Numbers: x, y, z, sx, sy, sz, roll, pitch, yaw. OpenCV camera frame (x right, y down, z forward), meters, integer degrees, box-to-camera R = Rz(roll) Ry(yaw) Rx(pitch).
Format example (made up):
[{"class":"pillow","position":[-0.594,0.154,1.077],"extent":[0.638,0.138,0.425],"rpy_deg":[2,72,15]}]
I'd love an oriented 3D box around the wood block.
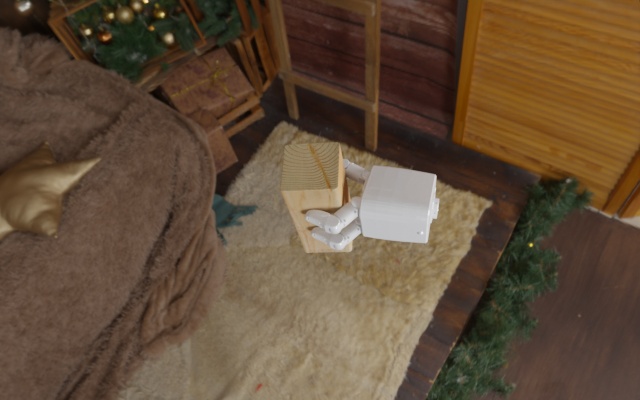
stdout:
[{"class":"wood block","position":[0.001,0.002,0.809],"extent":[0.090,0.090,0.206],"rpy_deg":[-2,-33,9]}]
